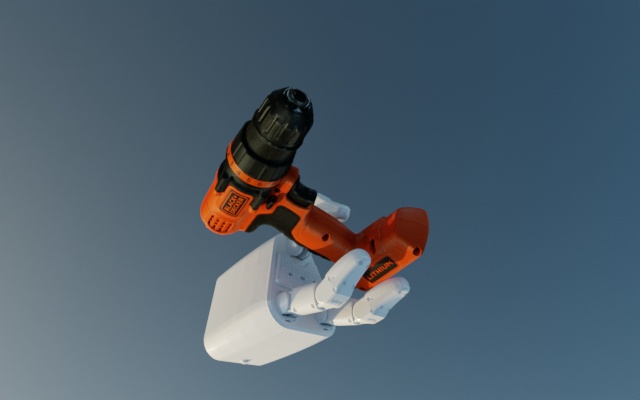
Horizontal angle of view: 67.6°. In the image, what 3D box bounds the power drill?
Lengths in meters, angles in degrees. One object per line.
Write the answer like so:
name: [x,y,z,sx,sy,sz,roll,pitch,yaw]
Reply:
power drill: [0.000,0.002,0.425,0.188,0.057,0.184,29,-40,-13]
